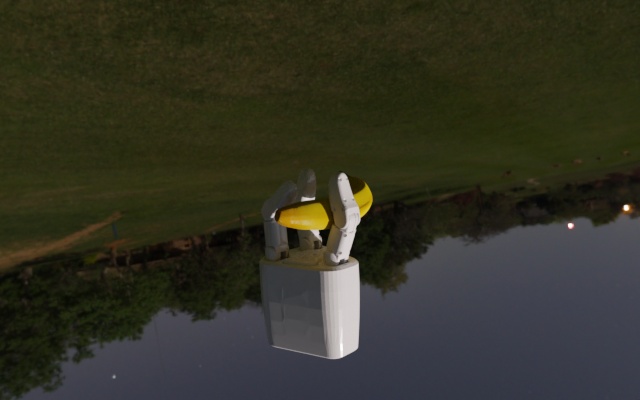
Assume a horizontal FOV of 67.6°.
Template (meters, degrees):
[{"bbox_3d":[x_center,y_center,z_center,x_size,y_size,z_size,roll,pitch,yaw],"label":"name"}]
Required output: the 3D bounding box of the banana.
[{"bbox_3d":[0.019,0.004,0.568,0.069,0.037,0.197,11,18,20],"label":"banana"}]
